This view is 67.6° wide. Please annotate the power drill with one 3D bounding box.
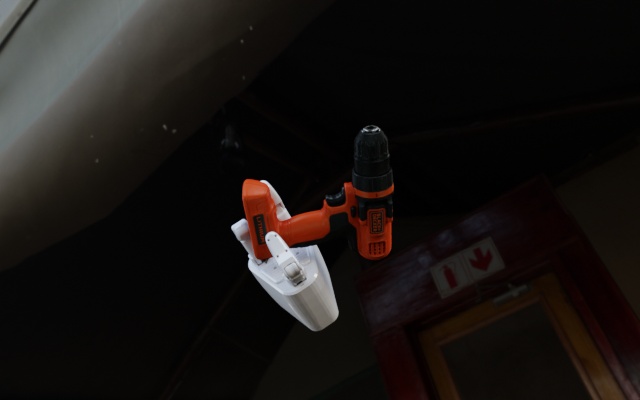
[{"bbox_3d":[0.000,0.002,0.604,0.187,0.184,0.057,-6,27,-1],"label":"power drill"}]
